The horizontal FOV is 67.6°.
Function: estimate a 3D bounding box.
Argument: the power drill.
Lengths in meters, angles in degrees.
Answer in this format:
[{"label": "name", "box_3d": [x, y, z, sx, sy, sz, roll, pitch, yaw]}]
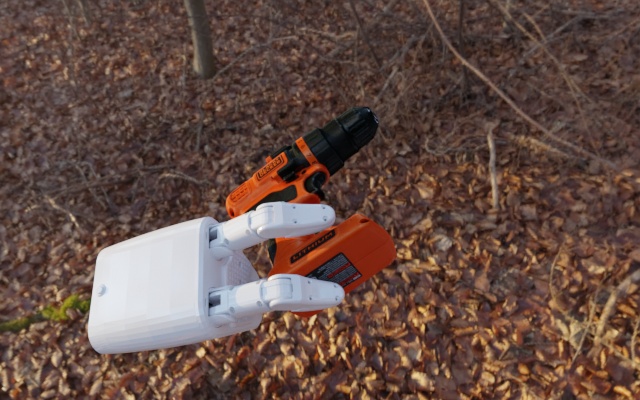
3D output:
[{"label": "power drill", "box_3d": [0.000, 0.002, 0.446, 0.184, 0.057, 0.187, -37, 34, 8]}]
